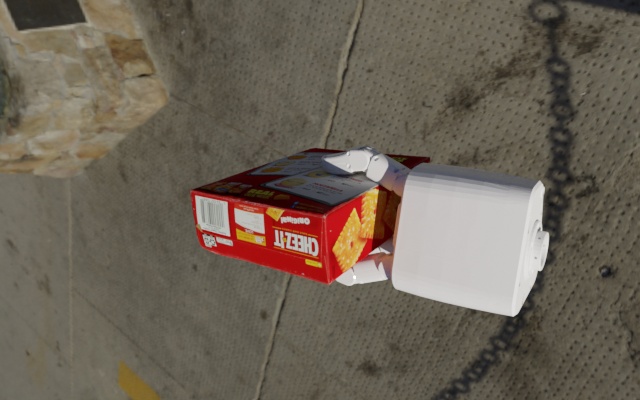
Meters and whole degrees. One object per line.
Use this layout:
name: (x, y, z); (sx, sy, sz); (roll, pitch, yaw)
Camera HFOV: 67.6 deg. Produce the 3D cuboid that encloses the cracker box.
cracker box: (0.000, 0.002, 0.509); (0.164, 0.072, 0.213); (9, 21, 34)
